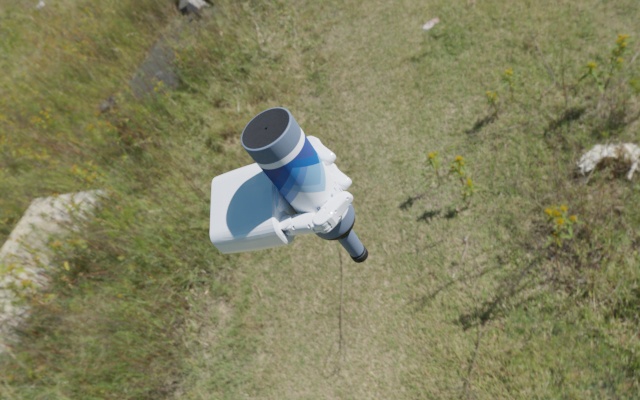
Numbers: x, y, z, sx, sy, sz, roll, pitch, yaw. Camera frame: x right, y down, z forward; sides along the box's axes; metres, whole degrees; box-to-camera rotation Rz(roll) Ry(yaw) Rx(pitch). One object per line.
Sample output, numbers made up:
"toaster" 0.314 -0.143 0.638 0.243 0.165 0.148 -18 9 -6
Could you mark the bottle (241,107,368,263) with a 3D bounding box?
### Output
"bottle" 0.000 0.002 0.644 0.069 0.069 0.296 0 -35 31
